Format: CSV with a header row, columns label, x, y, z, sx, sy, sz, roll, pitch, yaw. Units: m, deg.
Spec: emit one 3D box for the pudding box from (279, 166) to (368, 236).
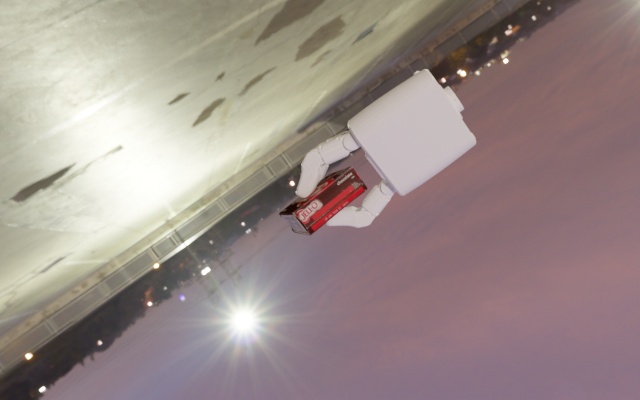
label,x,y,z,sx,sy,sz,roll,pitch,yaw
pudding box,0.000,0.002,0.593,0.090,0.039,0.113,-37,4,-12
